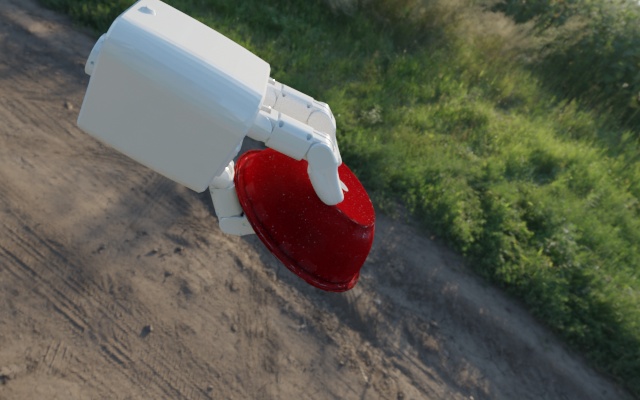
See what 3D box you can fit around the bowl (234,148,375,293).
[{"bbox_3d":[0.001,0.002,0.441,0.055,0.162,0.162,-39,-18,23],"label":"bowl"}]
